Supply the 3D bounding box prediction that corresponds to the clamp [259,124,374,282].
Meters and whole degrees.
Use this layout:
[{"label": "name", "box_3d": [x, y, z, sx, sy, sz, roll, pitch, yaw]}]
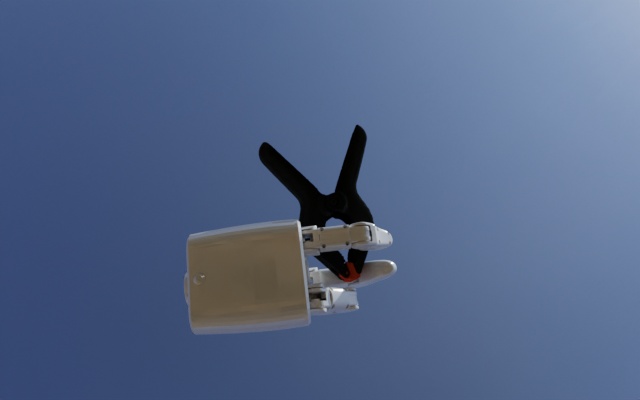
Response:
[{"label": "clamp", "box_3d": [0.000, 0.002, 0.504, 0.120, 0.171, 0.039, -6, -18, -4]}]
